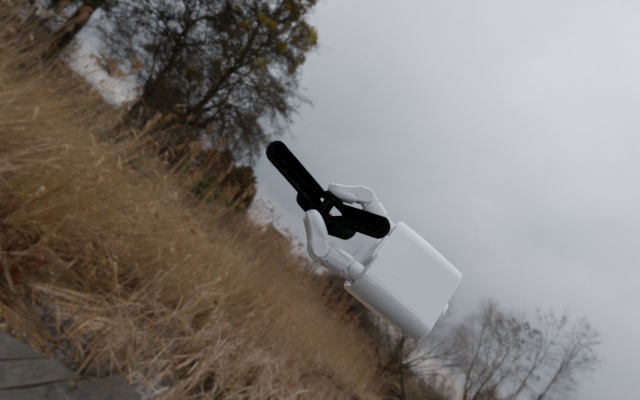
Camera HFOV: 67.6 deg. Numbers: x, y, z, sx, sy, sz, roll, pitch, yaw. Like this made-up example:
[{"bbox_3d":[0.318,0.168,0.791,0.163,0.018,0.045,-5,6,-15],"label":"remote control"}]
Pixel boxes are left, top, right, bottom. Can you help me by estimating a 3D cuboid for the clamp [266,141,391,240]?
[{"bbox_3d":[0.001,0.002,0.609,0.164,0.036,0.210,39,-11,3],"label":"clamp"}]
